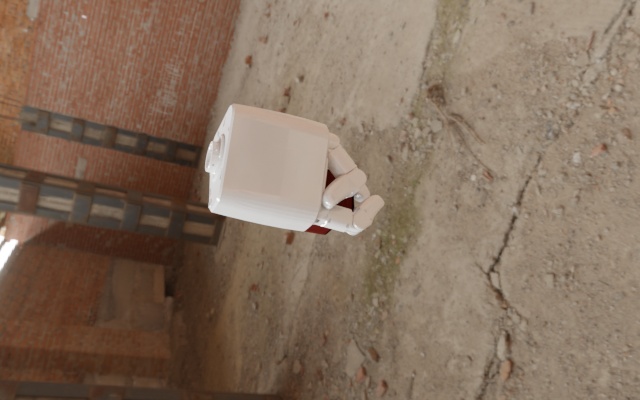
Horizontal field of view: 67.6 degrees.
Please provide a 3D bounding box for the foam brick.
[{"bbox_3d":[0.000,0.002,0.575,0.051,0.053,0.078,10,-27,-23],"label":"foam brick"}]
